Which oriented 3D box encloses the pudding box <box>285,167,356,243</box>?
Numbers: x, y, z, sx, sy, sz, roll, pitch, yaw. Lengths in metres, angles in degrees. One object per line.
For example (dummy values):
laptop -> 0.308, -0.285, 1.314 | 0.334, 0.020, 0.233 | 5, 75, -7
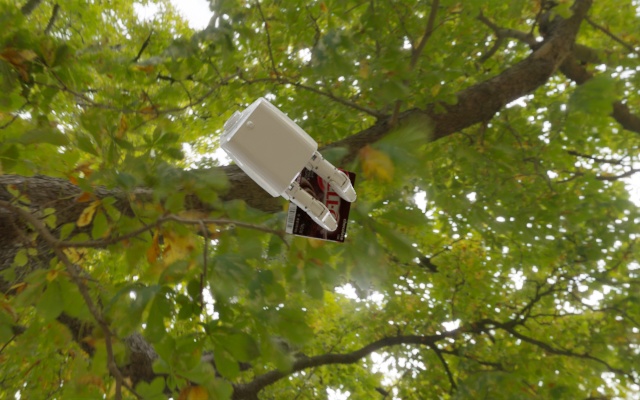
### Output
pudding box -> 0.000, 0.002, 0.727 | 0.090, 0.113, 0.039 | 11, -1, -25
